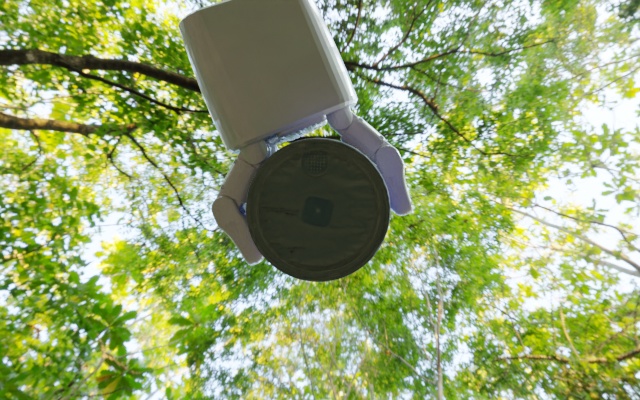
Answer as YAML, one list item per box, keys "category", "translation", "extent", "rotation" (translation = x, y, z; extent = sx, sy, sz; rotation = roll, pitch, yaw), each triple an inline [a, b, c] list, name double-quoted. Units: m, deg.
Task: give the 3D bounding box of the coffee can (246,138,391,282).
- category: "coffee can"
  translation: [0.000, 0.001, 0.405]
  extent: [0.103, 0.103, 0.140]
  rotation: [0, 5, 2]
